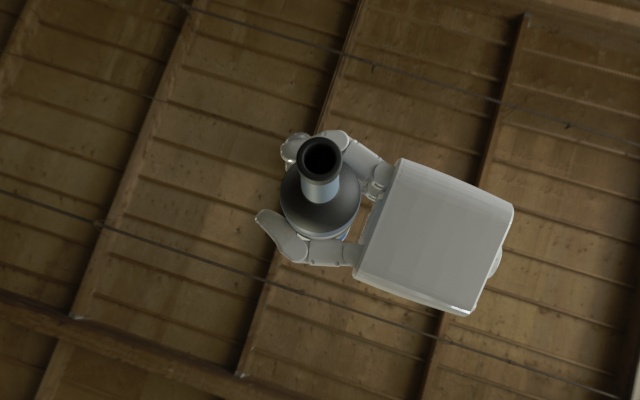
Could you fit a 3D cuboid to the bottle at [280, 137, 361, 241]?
[{"bbox_3d":[0.000,0.001,0.425,0.069,0.069,0.296,0,-10,0],"label":"bottle"}]
